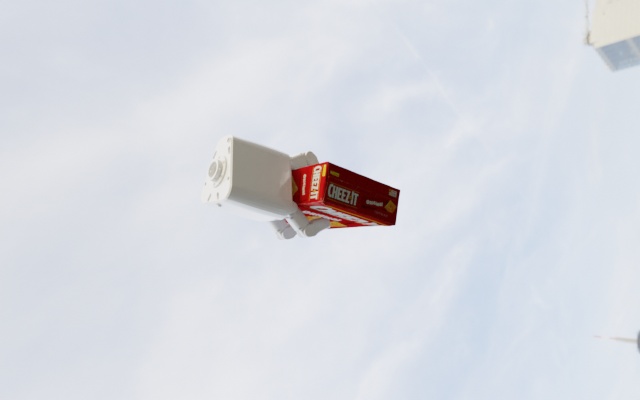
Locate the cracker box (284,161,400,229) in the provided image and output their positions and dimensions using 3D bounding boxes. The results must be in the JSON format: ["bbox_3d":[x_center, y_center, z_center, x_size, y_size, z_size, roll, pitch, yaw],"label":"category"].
[{"bbox_3d":[0.000,0.003,0.815,0.164,0.072,0.214,17,-15,-37],"label":"cracker box"}]
